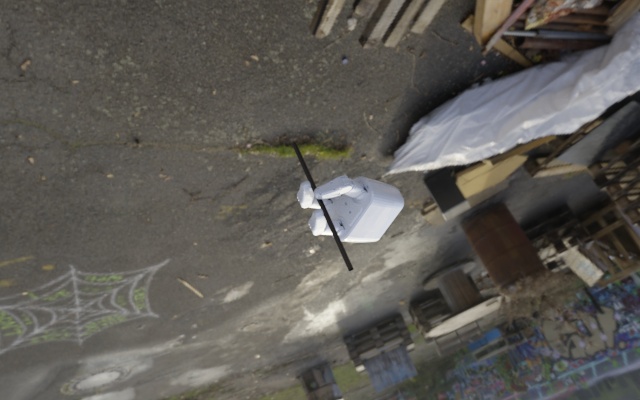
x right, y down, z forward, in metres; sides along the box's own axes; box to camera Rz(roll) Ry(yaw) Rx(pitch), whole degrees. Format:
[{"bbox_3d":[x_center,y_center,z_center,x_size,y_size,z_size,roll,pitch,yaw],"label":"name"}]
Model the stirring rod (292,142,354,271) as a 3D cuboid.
[{"bbox_3d":[0.000,0.002,0.744,0.011,0.239,0.011,-19,-27,-10],"label":"stirring rod"}]
